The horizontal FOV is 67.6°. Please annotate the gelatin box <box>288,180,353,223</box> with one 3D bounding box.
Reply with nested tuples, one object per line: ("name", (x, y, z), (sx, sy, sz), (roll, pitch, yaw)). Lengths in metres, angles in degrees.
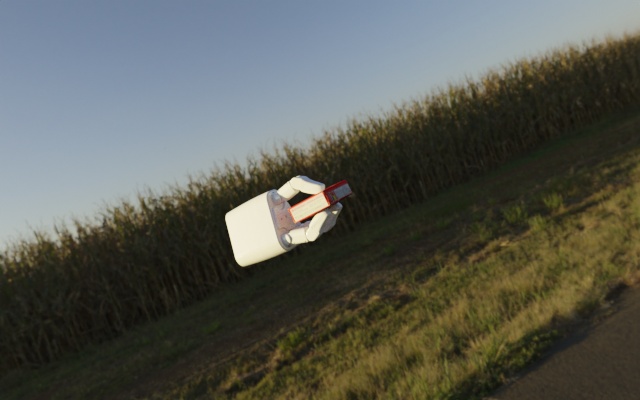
("gelatin box", (0.000, 0.002, 0.811), (0.089, 0.030, 0.073), (-29, -2, 39))
